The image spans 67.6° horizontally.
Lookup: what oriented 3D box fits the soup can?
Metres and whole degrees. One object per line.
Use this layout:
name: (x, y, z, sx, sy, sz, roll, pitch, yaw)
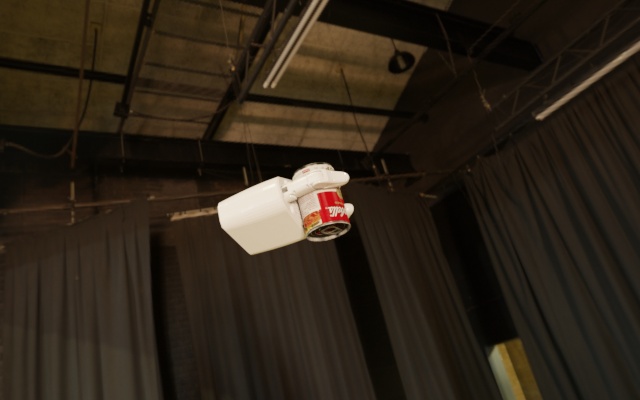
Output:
soup can: (0.000, 0.002, 0.723, 0.068, 0.102, 0.068, -13, -23, -6)
